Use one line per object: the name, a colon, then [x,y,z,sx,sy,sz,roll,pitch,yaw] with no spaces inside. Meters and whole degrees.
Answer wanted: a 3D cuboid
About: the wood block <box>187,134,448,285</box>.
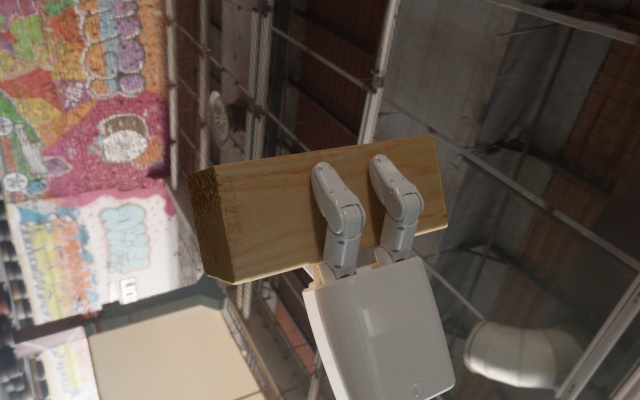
wood block: [0.000,0.002,0.424,0.206,0.090,0.091,-11,3,-28]
